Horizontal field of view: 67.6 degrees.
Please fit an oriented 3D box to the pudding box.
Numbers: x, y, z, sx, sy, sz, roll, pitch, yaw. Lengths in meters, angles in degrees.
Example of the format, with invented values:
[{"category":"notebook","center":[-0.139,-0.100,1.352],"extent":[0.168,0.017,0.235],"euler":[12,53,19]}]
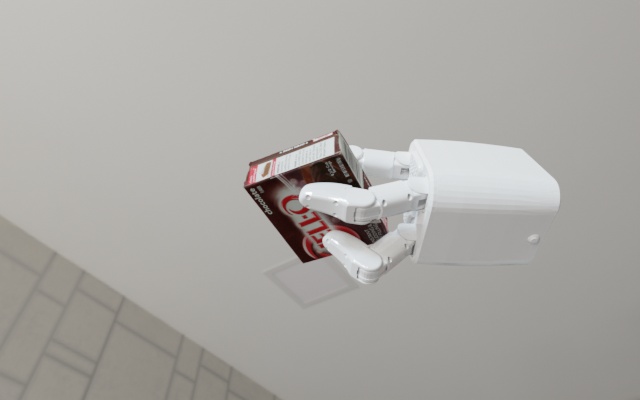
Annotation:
[{"category":"pudding box","center":[0.000,0.001,0.424],"extent":[0.090,0.114,0.039],"euler":[-19,38,18]}]
